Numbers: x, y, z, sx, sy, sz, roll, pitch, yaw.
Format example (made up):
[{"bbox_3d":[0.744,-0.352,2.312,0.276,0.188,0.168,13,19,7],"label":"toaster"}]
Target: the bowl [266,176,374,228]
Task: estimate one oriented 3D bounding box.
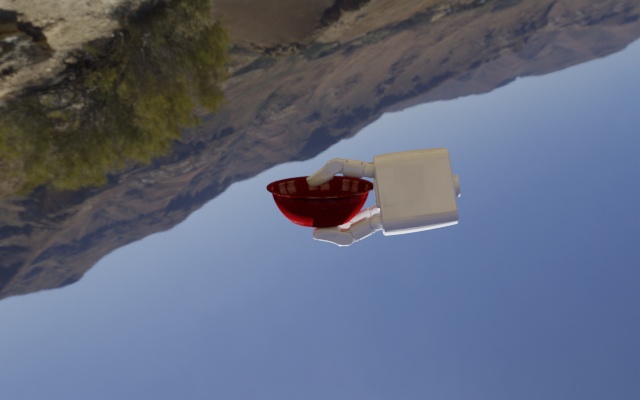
[{"bbox_3d":[-0.001,0.003,0.718,0.162,0.055,0.162,0,13,0],"label":"bowl"}]
